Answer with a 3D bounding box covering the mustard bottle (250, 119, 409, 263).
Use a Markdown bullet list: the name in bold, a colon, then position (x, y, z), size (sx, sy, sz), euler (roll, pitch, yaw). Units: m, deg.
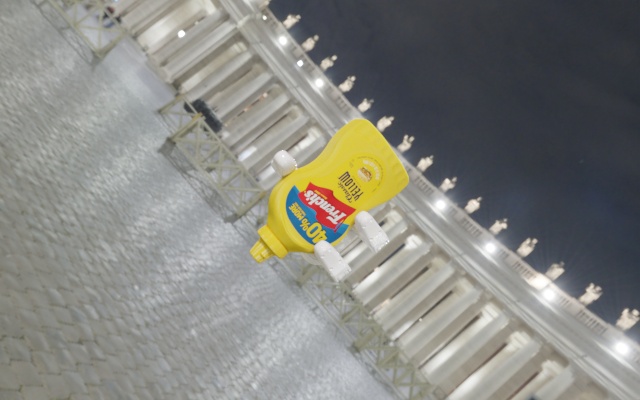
- **mustard bottle**: position (0.000, 0.002, 0.533), size (0.191, 0.096, 0.058), euler (-40, 19, -5)
